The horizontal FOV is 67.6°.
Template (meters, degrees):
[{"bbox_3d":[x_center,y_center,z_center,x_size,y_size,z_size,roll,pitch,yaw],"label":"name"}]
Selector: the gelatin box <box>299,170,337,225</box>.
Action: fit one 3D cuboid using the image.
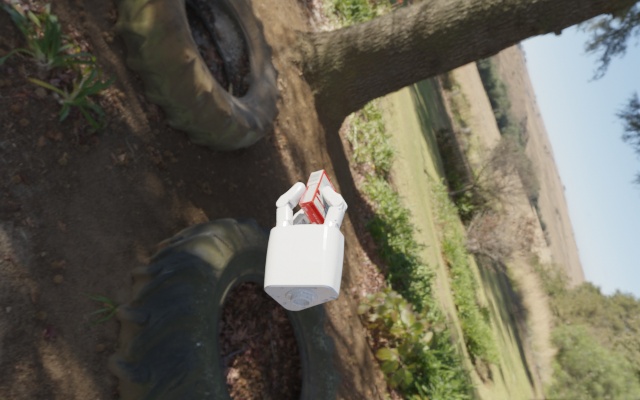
[{"bbox_3d":[0.001,0.002,0.836,0.030,0.073,0.089,-12,37,27],"label":"gelatin box"}]
